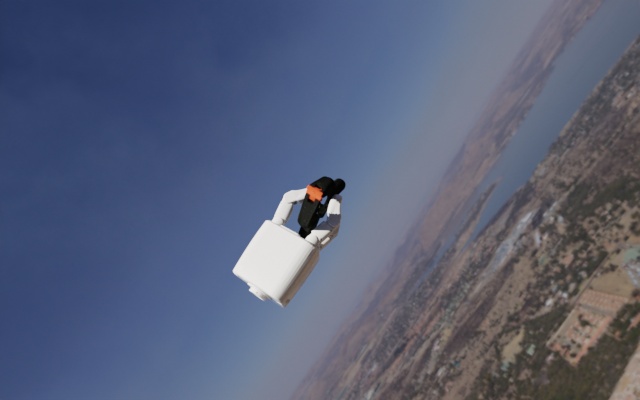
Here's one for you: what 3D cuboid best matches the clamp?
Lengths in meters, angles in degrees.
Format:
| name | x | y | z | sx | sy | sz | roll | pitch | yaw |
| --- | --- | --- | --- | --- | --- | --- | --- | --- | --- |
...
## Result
| name | x | y | z | sx | sy | sz | roll | pitch | yaw |
| --- | --- | --- | --- | --- | --- | --- | --- | --- | --- |
| clamp | -0.001 | 0.002 | 0.831 | 0.036 | 0.164 | 0.210 | 29 | -16 | 9 |
